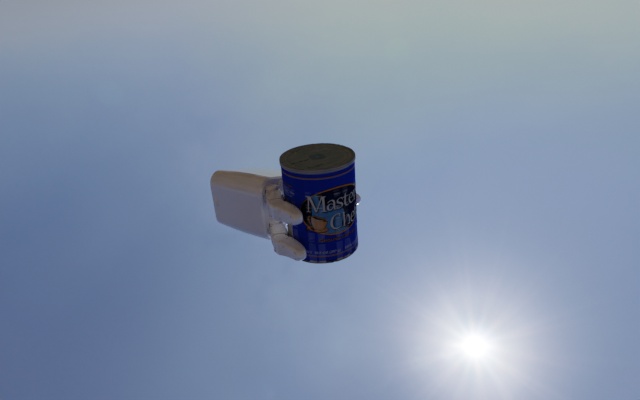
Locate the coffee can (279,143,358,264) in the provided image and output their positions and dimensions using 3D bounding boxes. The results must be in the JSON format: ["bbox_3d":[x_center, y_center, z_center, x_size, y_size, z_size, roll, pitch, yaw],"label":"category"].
[{"bbox_3d":[0.000,0.002,0.670,0.103,0.140,0.102,-3,25,2],"label":"coffee can"}]
